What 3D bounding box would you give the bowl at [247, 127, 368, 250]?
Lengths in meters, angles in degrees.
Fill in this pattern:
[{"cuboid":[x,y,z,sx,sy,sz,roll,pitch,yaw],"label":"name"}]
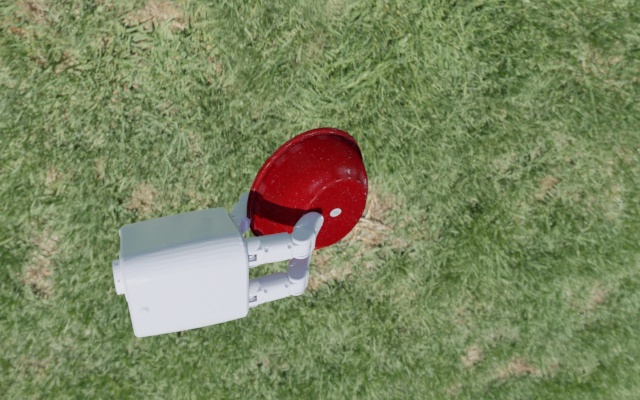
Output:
[{"cuboid":[0.001,0.001,0.540,0.162,0.162,0.055,0,31,-42],"label":"bowl"}]
